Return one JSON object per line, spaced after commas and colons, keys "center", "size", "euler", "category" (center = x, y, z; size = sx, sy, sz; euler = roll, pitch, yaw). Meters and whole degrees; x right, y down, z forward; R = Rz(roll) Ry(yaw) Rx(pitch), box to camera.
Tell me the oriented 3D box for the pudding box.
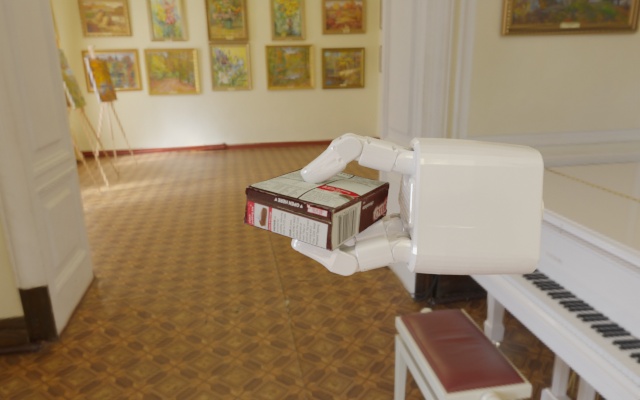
{"center": [0.000, 0.001, 0.433], "size": [0.090, 0.039, 0.113], "euler": [14, 19, 28], "category": "pudding box"}
